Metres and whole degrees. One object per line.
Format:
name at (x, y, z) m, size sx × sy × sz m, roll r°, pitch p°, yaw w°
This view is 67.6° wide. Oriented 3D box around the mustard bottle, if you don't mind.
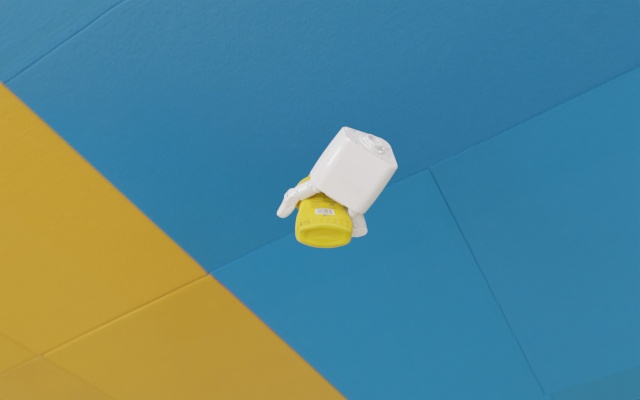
mustard bottle at (0.000, 0.003, 0.873) m, size 0.096 × 0.058 × 0.191 m, roll 2°, pitch 37°, yaw -7°
